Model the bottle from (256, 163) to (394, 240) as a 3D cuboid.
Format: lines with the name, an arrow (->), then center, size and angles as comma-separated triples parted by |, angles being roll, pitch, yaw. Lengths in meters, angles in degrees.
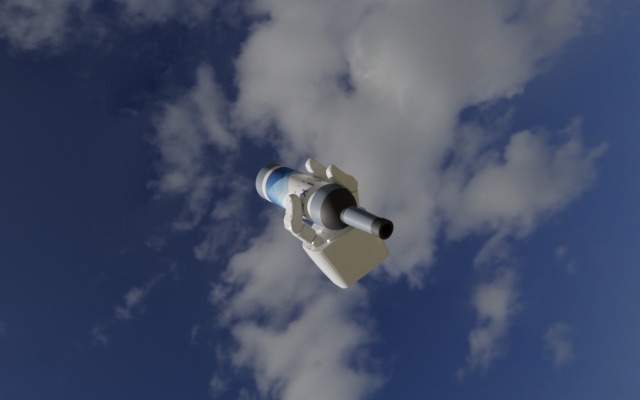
bottle -> 0.000, 0.002, 0.739 | 0.069, 0.069, 0.295 | 0, 14, -37
